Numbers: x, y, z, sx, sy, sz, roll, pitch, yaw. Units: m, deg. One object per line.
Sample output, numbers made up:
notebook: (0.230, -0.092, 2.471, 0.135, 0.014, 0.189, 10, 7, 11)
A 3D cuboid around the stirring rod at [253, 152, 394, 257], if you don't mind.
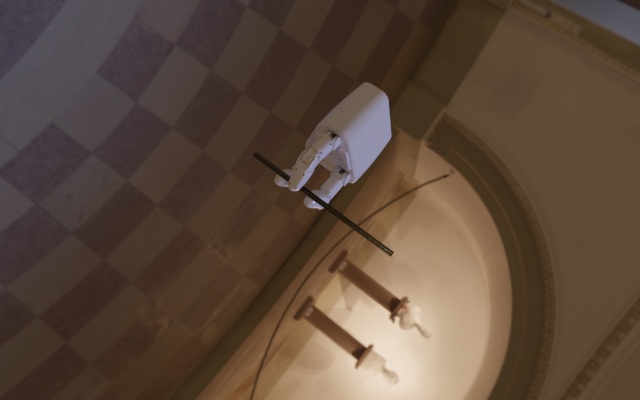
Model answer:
stirring rod: (0.000, 0.002, 0.656, 0.239, 0.011, 0.011, 36, 10, 14)
